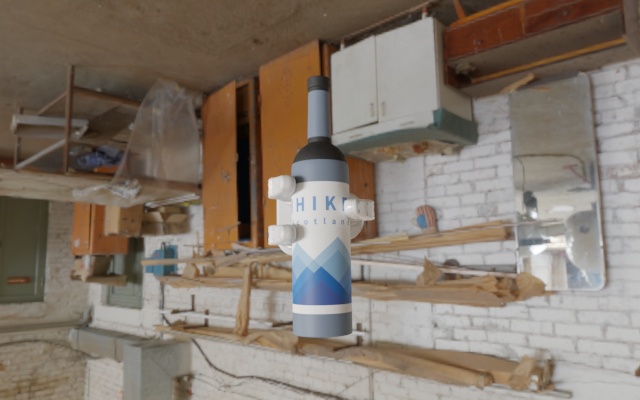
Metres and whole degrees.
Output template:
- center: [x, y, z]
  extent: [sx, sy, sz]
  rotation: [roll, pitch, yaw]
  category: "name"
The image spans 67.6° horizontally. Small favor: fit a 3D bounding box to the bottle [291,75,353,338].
- center: [0.000, 0.002, 0.550]
  extent: [0.069, 0.295, 0.069]
  rotation: [-1, -7, 0]
  category: "bottle"
